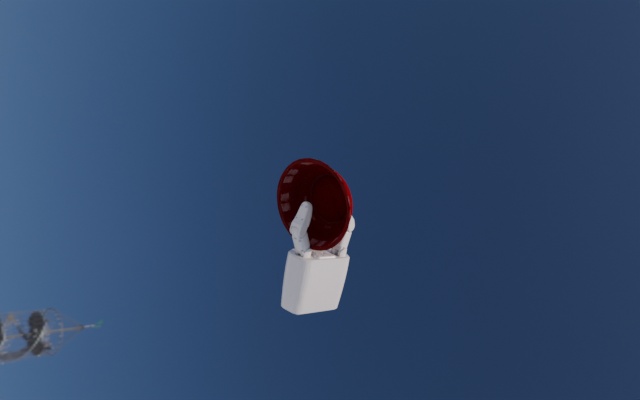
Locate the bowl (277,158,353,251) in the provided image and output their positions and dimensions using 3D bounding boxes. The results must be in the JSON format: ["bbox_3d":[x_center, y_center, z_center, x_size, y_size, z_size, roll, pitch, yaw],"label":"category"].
[{"bbox_3d":[0.001,0.001,0.829,0.162,0.162,0.055,0,12,40],"label":"bowl"}]
